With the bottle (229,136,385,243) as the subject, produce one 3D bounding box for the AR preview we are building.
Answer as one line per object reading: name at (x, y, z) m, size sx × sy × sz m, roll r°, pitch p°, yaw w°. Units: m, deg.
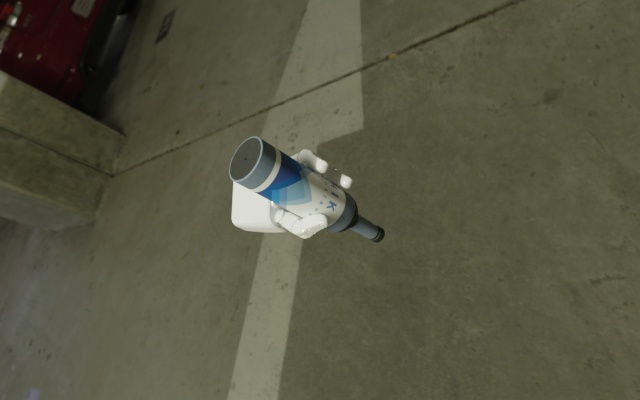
bottle at (0.000, 0.002, 0.716) m, size 0.069 × 0.069 × 0.296 m, roll 0°, pitch -23°, yaw 46°
